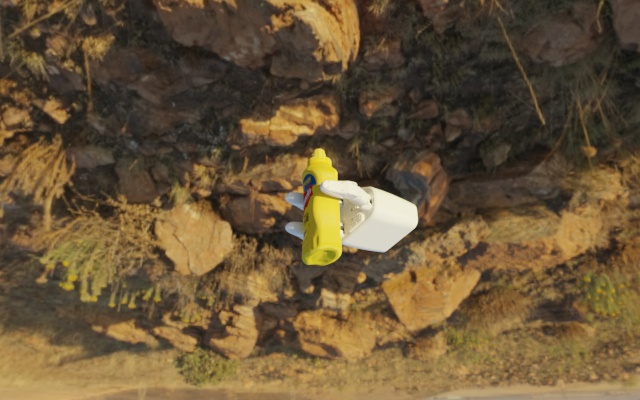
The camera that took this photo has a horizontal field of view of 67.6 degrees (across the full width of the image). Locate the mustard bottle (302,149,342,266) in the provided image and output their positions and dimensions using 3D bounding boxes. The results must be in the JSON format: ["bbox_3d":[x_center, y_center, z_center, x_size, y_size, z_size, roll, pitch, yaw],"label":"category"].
[{"bbox_3d":[0.000,0.003,0.777,0.058,0.191,0.096,5,-25,-13],"label":"mustard bottle"}]
